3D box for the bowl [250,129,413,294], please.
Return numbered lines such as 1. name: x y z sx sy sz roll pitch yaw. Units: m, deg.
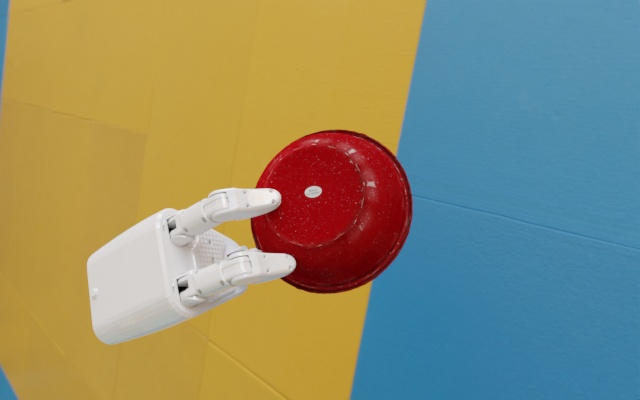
1. bowl: 0.001 0.001 0.433 0.162 0.162 0.055 0 -14 16
